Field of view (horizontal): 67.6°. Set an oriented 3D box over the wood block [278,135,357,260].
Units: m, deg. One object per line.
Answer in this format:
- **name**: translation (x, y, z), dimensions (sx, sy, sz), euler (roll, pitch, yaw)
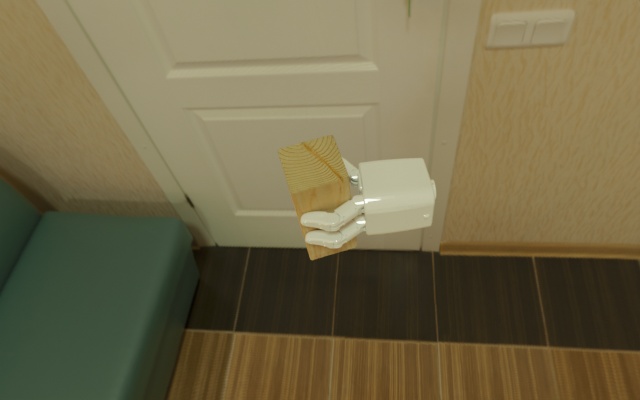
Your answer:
- **wood block**: translation (0.000, 0.002, 0.784), dimensions (0.090, 0.090, 0.206), euler (-16, -35, -3)
